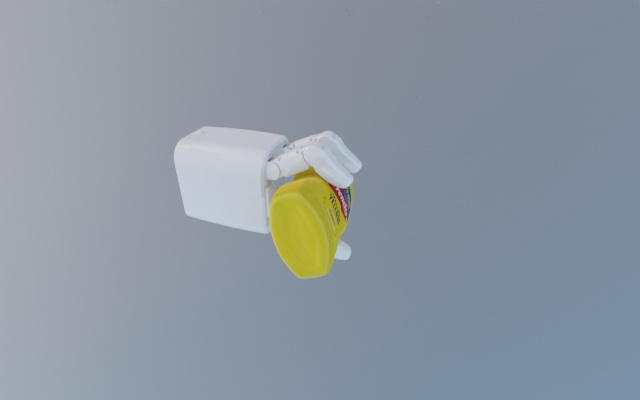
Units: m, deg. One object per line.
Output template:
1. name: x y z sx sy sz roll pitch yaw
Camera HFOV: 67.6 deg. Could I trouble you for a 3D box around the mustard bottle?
1. mustard bottle: 0.000 0.002 0.547 0.058 0.096 0.191 -13 18 18
